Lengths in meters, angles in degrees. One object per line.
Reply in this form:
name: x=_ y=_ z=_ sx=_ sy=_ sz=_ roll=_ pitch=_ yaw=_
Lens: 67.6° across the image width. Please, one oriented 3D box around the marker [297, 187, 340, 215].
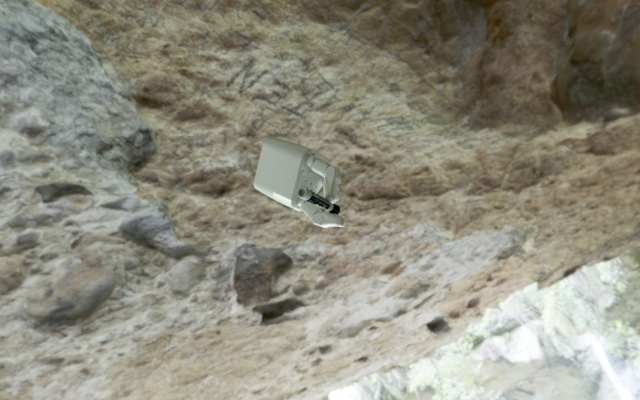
marker: x=0.000 y=0.003 z=0.797 sx=0.020 sy=0.020 sz=0.121 roll=0 pitch=-15 yaw=30
